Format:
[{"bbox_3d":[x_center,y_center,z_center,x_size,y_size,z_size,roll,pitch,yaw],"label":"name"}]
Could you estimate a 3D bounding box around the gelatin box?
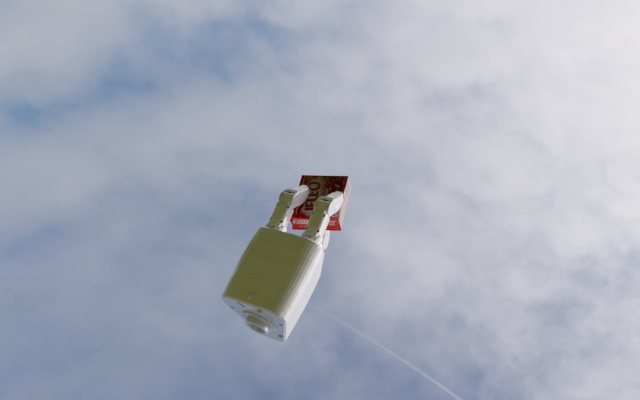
[{"bbox_3d":[0.000,0.002,0.696,0.073,0.089,0.030,2,-42,16],"label":"gelatin box"}]
